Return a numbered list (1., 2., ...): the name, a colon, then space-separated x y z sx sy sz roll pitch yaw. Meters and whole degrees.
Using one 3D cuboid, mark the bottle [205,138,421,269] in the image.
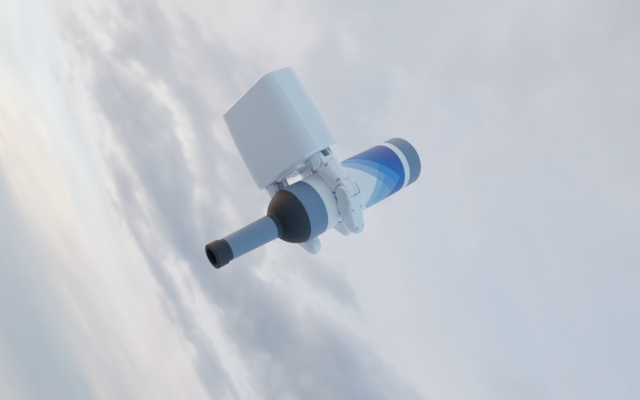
1. bottle: 0.000 0.002 0.560 0.295 0.069 0.069 -27 16 -34
